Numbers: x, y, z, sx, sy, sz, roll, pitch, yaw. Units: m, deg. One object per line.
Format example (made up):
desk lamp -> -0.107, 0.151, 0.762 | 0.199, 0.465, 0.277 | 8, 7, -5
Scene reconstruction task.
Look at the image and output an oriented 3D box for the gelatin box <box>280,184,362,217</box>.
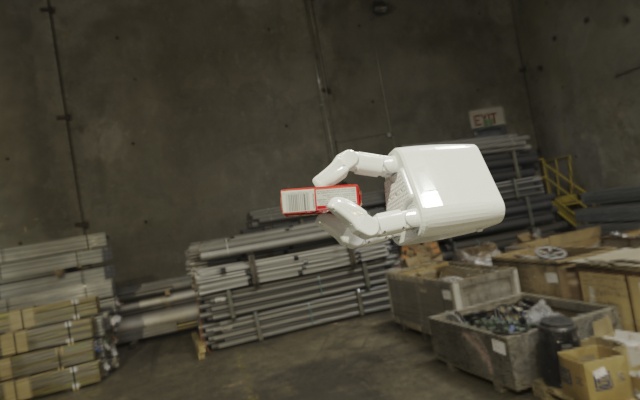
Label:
gelatin box -> 0.000, 0.001, 0.556 | 0.089, 0.030, 0.073 | -4, -4, -1
